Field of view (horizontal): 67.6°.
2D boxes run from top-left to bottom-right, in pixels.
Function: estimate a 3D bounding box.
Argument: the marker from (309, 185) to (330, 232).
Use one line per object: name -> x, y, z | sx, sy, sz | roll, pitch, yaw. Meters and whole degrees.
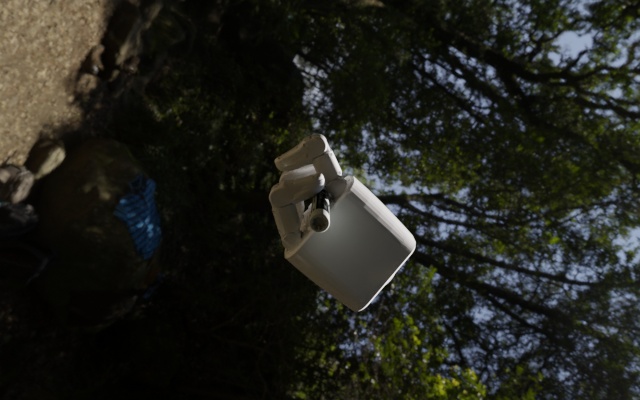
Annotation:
marker -> 0.000, 0.002, 0.495 | 0.020, 0.020, 0.121 | 0, 19, 1
